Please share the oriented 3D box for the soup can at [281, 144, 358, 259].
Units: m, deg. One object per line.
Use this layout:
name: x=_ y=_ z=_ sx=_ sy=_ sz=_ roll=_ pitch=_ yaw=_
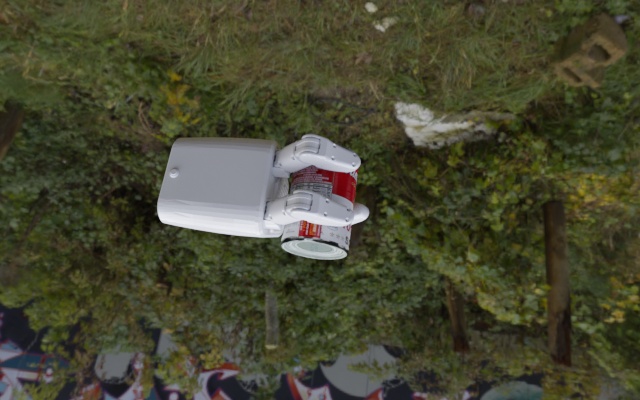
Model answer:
soup can: x=0.001 y=0.002 z=0.480 sx=0.068 sy=0.102 sz=0.068 roll=7 pitch=-20 yaw=3
